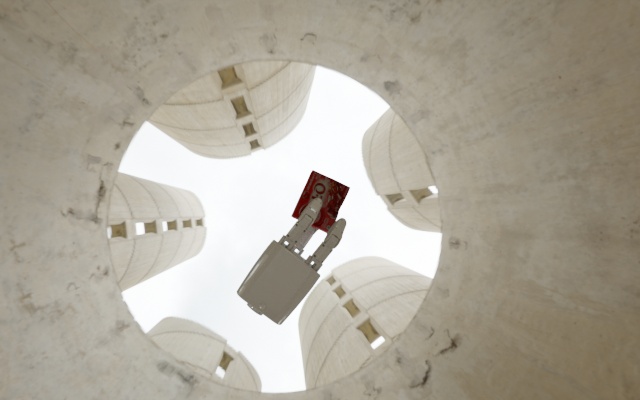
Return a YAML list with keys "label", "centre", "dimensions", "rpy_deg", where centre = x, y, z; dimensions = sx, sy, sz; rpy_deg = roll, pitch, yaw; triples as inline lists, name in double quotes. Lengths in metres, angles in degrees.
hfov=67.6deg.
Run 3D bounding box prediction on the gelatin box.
- label: "gelatin box"
  centre: [0.000, 0.002, 0.818]
  dimensions: [0.073, 0.089, 0.030]
  rpy_deg: [25, -7, -5]
